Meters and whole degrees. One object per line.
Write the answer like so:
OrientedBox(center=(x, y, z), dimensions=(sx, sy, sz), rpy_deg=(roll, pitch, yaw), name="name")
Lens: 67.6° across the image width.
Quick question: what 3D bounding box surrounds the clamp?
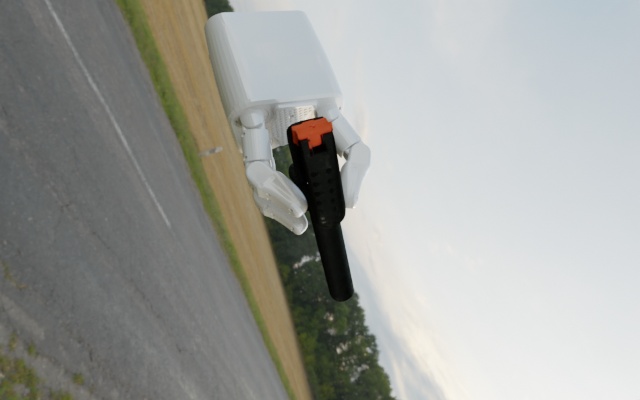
OrientedBox(center=(0.001, 0.001, 0.429), dimensions=(0.036, 0.164, 0.210), rpy_deg=(-18, -18, -7), name="clamp")
